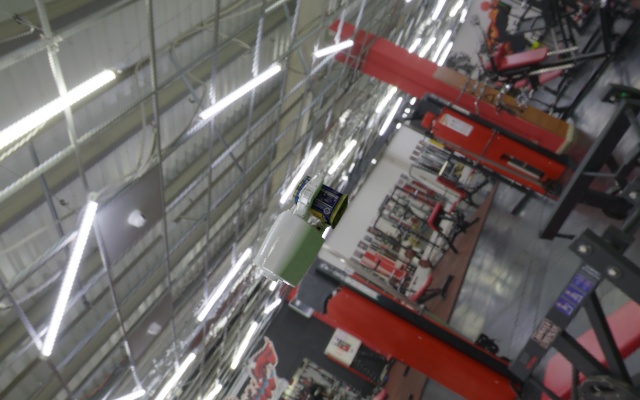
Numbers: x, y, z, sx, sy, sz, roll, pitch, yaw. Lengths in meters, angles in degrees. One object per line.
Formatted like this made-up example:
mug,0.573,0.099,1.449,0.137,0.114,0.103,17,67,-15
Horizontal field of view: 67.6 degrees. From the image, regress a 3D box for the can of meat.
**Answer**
can of meat,0.000,0.003,0.864,0.084,0.057,0.102,28,-10,9
